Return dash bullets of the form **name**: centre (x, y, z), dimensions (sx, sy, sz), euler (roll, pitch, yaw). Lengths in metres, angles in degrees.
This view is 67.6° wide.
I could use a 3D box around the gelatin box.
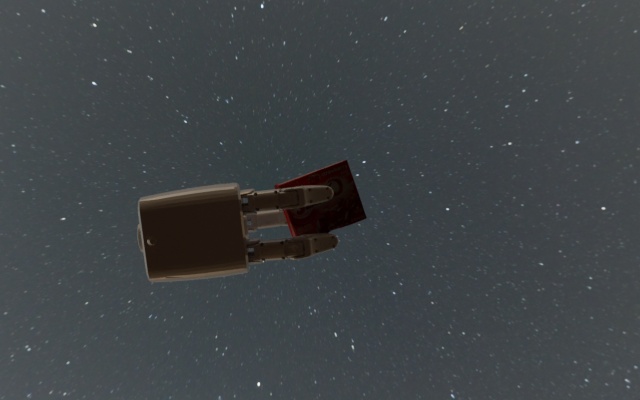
- **gelatin box**: centre (0.000, 0.002, 0.555), dimensions (0.089, 0.073, 0.030), euler (-21, 6, -13)
